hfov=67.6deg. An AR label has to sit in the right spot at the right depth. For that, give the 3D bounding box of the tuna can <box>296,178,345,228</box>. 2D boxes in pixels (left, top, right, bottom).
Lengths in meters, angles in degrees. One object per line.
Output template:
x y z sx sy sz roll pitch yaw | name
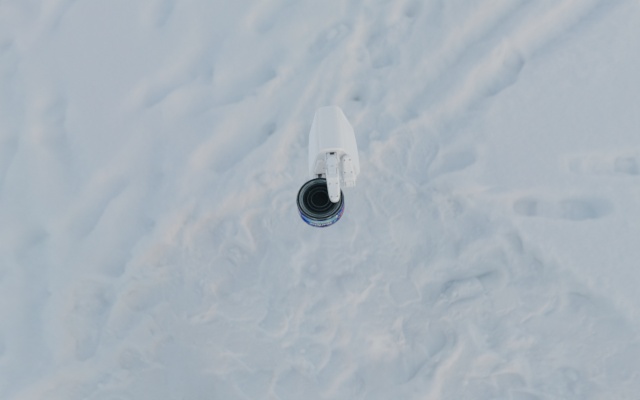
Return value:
0.000 0.003 0.849 0.086 0.086 0.034 0 -25 3 | tuna can
